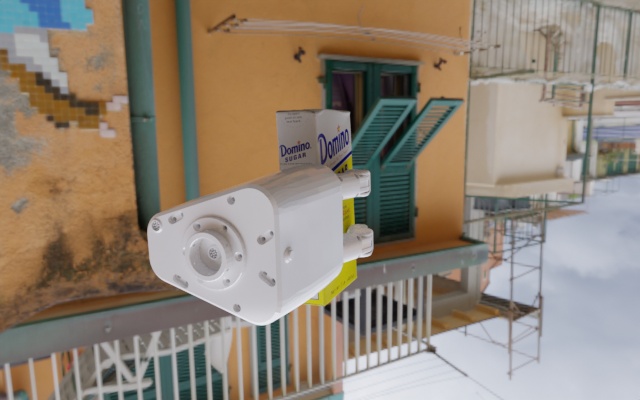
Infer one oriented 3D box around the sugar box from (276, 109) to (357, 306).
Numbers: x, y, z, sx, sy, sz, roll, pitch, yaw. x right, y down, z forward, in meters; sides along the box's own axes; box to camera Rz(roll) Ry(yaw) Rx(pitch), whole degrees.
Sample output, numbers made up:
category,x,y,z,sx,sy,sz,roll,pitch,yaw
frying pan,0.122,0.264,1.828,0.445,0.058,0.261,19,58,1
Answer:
category,x,y,z,sx,sy,sz,roll,pitch,yaw
sugar box,0.001,0.002,0.462,0.048,0.176,0.093,3,10,23
